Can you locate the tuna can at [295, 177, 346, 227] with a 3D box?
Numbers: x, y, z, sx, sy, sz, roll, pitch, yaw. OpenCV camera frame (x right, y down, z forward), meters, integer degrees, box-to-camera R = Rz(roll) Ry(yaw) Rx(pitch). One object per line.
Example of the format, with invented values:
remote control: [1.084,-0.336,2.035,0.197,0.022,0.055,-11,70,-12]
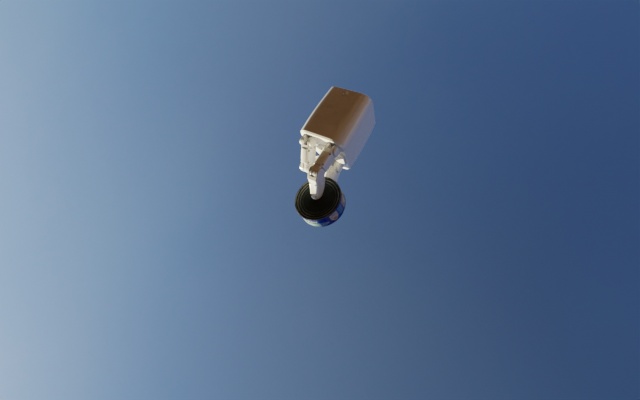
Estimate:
tuna can: [0.000,0.003,0.841,0.086,0.086,0.034,0,-27,23]
